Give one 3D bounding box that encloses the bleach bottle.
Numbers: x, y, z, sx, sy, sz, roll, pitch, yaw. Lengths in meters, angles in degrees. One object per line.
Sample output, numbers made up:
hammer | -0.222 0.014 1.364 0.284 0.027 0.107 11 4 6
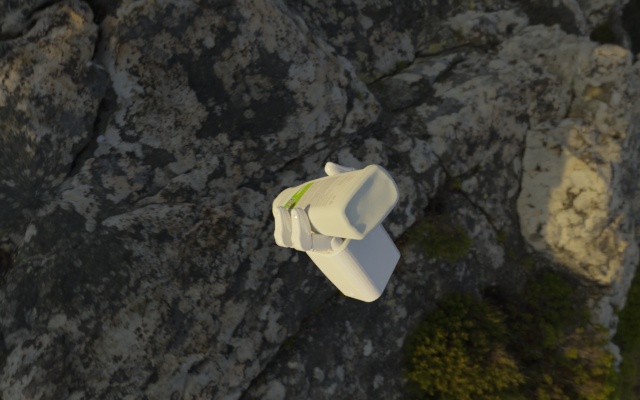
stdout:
bleach bottle | 0.000 0.002 0.719 0.102 0.068 0.251 -48 22 -22
